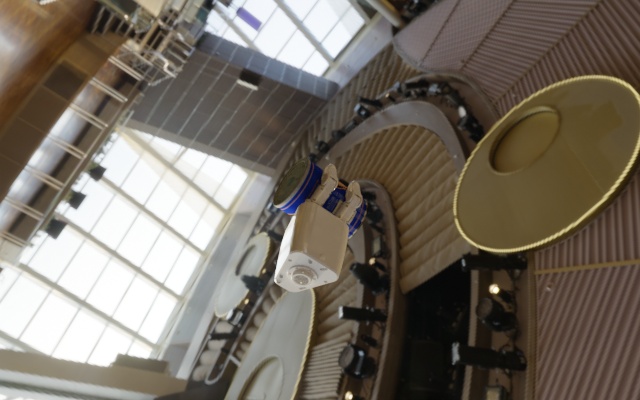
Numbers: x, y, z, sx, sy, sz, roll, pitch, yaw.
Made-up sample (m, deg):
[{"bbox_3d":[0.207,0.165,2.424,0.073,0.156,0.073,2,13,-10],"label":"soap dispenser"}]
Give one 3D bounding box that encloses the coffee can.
[{"bbox_3d":[0.000,0.003,0.867,0.140,0.103,0.103,34,-13,-20],"label":"coffee can"}]
